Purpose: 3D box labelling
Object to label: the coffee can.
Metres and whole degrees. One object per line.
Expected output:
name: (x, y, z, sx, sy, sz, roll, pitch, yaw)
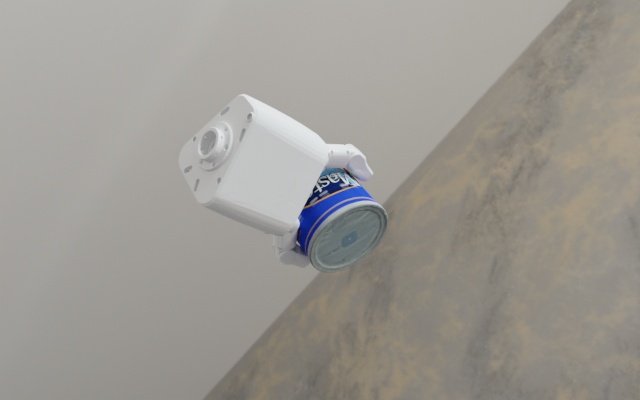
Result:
coffee can: (0.000, 0.002, 0.579, 0.103, 0.103, 0.140, 0, 38, -38)
